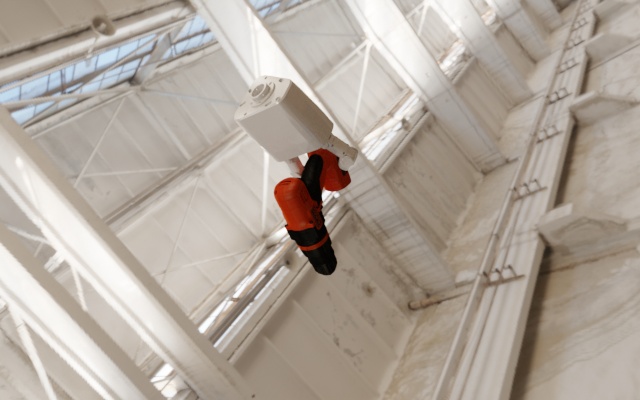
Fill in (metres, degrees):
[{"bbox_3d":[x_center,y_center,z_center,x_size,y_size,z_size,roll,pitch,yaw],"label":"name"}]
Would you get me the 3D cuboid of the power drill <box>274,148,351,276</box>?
[{"bbox_3d":[0.000,0.002,0.775,0.057,0.184,0.187,-7,37,23],"label":"power drill"}]
